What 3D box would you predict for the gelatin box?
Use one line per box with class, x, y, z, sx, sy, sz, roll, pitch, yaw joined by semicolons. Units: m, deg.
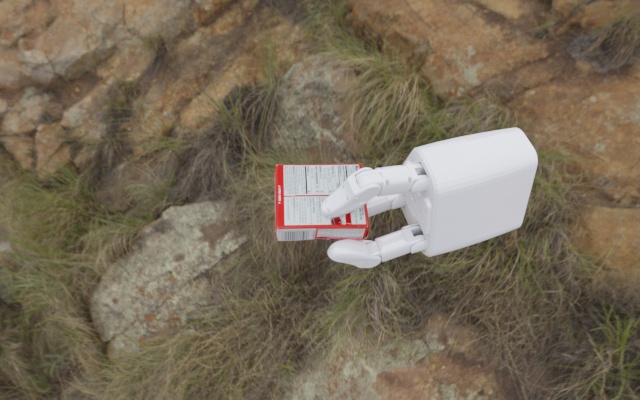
gelatin box;0.000;0.001;0.466;0.089;0.073;0.030;-1;-31;-5
